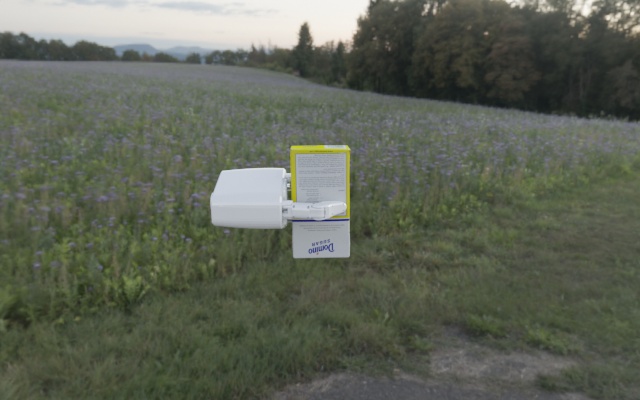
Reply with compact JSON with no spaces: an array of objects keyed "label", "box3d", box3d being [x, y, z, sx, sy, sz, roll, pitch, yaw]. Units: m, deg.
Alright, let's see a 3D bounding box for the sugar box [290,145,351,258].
[{"label":"sugar box","box3d":[0.000,0.002,0.759,0.093,0.176,0.048,0,16,-1]}]
